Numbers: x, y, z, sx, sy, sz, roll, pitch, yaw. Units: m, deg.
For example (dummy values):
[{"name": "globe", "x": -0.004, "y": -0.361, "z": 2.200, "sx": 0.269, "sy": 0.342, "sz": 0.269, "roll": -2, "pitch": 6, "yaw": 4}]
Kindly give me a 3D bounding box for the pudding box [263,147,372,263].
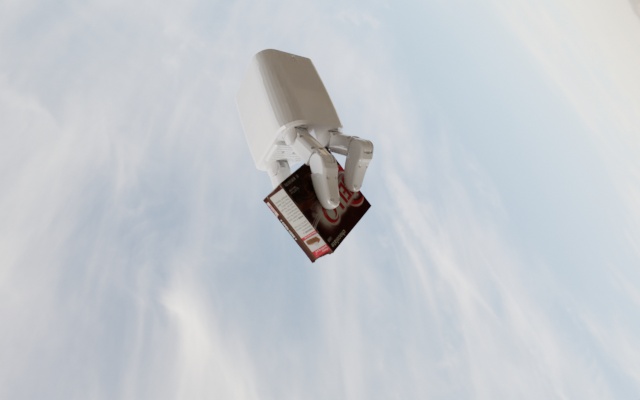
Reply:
[{"name": "pudding box", "x": 0.000, "y": 0.002, "z": 0.531, "sx": 0.039, "sy": 0.090, "sz": 0.113, "roll": -34, "pitch": 6, "yaw": 40}]
